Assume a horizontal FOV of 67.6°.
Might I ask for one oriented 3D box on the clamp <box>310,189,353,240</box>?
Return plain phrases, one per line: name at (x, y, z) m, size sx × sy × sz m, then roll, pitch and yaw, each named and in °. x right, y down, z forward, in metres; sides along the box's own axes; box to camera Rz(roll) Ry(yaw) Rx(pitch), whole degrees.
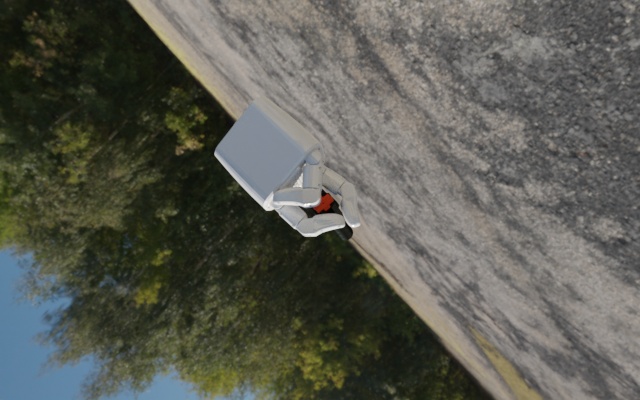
clamp at (0.000, 0.003, 0.704) m, size 0.120 × 0.039 × 0.171 m, roll 43°, pitch -5°, yaw 13°
